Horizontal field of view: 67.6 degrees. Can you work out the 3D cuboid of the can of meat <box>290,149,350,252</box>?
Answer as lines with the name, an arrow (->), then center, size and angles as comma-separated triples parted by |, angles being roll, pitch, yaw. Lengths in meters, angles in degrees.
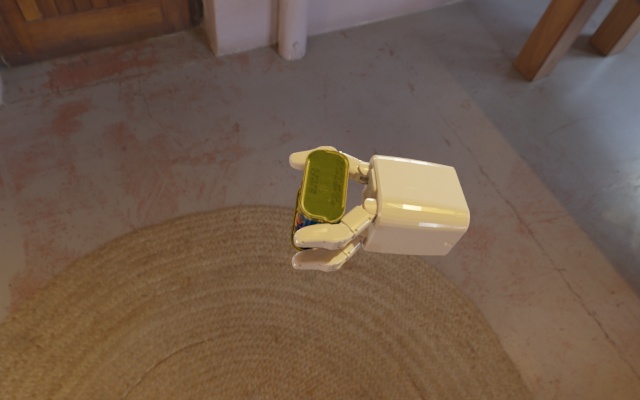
can of meat -> 0.000, 0.002, 0.567 | 0.057, 0.102, 0.084 | 9, -32, -4
